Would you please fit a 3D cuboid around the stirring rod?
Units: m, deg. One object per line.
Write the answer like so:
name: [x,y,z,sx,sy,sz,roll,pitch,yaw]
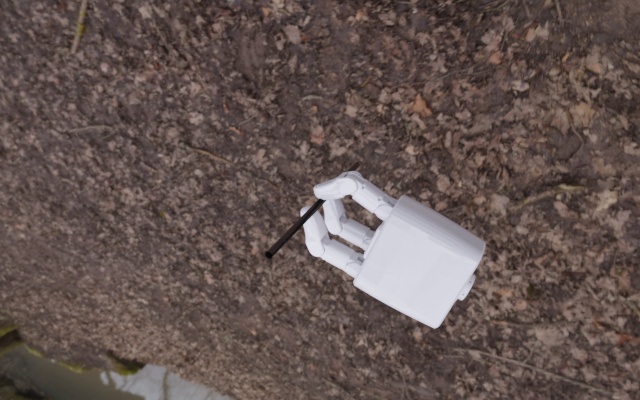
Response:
stirring rod: [0.000,0.002,0.556,0.011,0.011,0.239,0,25,27]
